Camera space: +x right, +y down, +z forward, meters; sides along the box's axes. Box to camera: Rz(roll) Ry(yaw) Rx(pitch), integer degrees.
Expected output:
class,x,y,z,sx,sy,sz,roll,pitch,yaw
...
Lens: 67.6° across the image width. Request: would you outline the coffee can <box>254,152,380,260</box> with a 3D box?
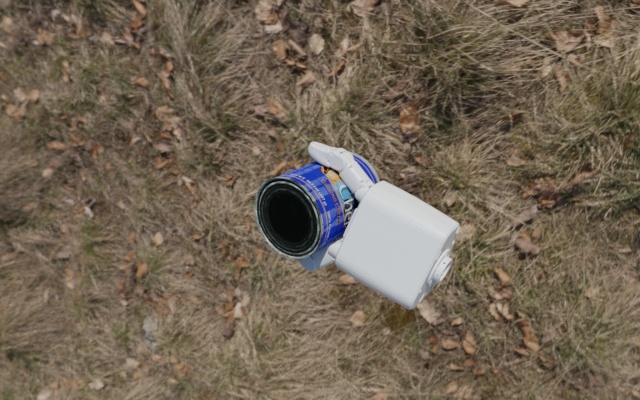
class,x,y,z,sx,sy,sz,roll,pitch,yaw
coffee can,0.000,0.002,0.611,0.103,0.103,0.140,0,17,37
